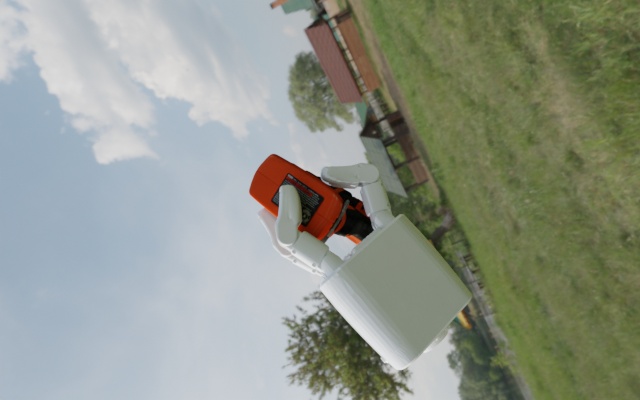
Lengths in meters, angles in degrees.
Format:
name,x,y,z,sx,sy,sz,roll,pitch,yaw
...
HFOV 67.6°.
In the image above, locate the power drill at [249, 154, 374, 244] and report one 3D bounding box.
name,x,y,z,sx,sy,sz,roll,pitch,yaw
power drill,0.000,0.002,0.562,0.184,0.057,0.188,33,7,27
